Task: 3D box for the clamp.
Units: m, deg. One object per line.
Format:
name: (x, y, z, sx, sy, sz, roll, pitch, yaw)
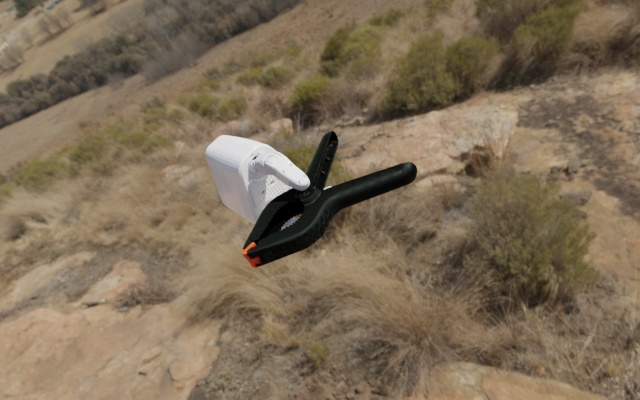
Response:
clamp: (-0.001, 0.002, 0.555, 0.210, 0.036, 0.164, -46, 39, -19)
